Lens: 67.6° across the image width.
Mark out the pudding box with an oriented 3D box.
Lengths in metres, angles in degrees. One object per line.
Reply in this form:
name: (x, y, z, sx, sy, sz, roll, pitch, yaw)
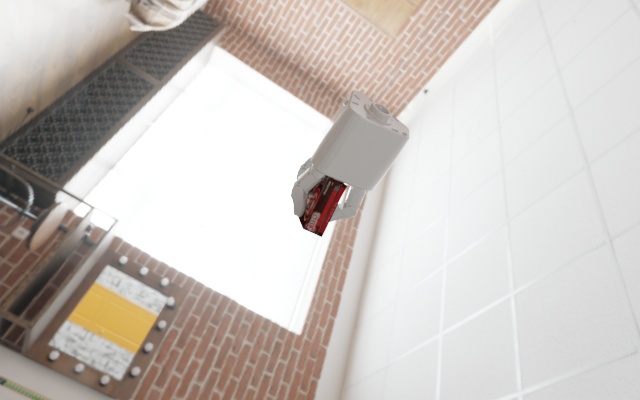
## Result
pudding box: (0.000, 0.003, 0.764, 0.039, 0.090, 0.113, 26, 4, -8)
